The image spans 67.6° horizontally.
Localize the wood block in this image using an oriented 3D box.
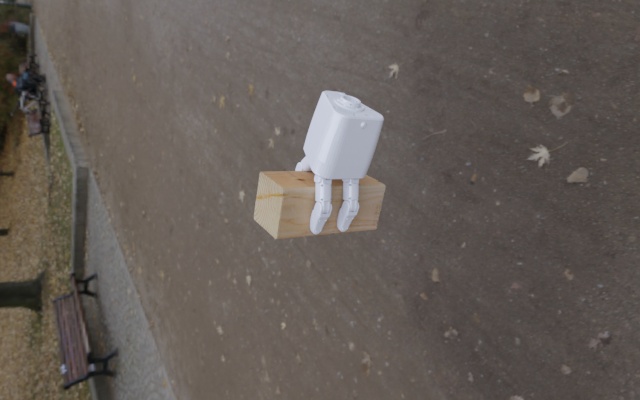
[{"bbox_3d":[0.000,0.002,0.834,0.206,0.090,0.090,-3,22,-33],"label":"wood block"}]
